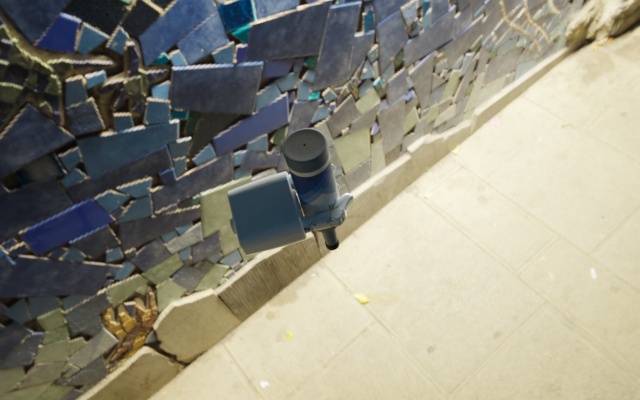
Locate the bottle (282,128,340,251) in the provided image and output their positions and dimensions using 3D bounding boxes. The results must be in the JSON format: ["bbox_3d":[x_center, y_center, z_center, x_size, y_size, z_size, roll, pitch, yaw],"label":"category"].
[{"bbox_3d":[0.000,0.002,0.810,0.069,0.069,0.296,0,-34,11],"label":"bottle"}]
